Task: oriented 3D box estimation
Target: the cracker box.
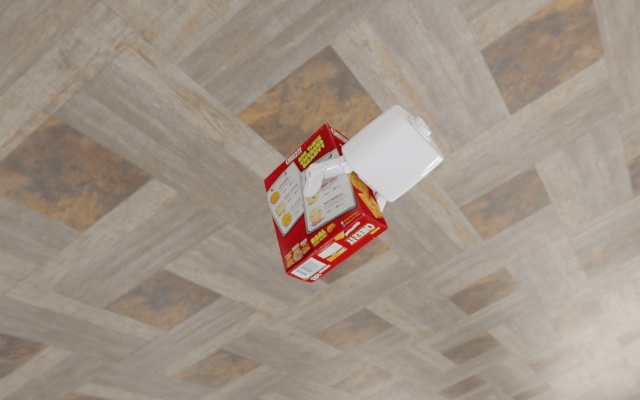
[{"bbox_3d":[0.000,0.003,0.784,0.164,0.213,0.072,-40,-46,22],"label":"cracker box"}]
